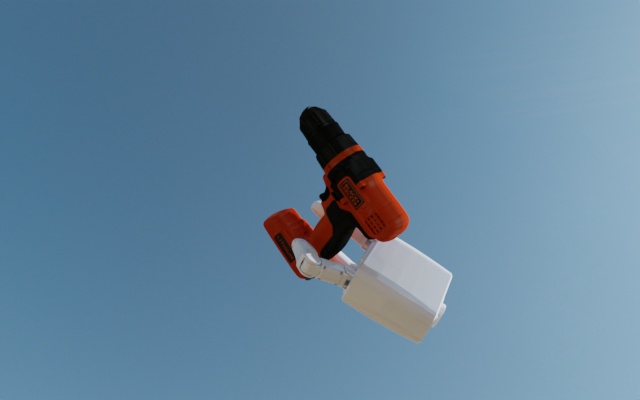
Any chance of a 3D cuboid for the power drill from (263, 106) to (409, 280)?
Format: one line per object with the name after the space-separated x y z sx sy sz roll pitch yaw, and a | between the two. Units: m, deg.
0.000 0.002 0.597 0.057 0.184 0.188 -22 -17 -43 | power drill
